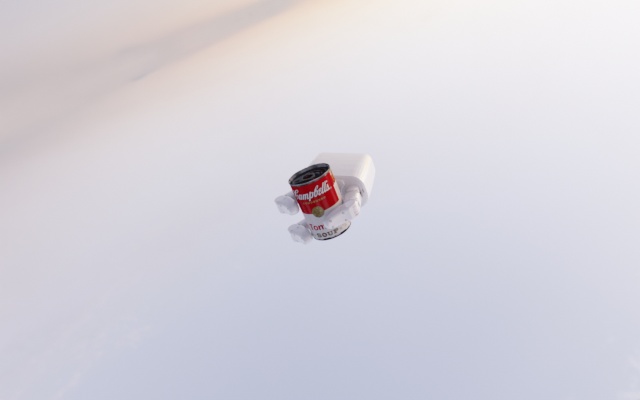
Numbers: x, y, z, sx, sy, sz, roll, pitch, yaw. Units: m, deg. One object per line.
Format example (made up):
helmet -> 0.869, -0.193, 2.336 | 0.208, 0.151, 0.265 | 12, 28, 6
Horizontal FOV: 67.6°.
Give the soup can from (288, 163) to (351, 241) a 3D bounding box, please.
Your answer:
soup can -> 0.000, 0.003, 0.740 | 0.068, 0.102, 0.068 | -19, 23, 8
